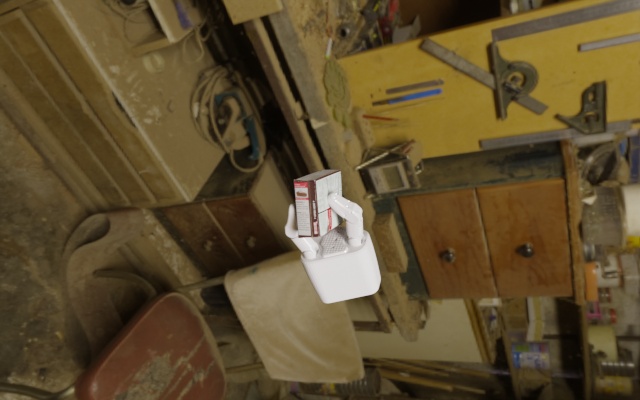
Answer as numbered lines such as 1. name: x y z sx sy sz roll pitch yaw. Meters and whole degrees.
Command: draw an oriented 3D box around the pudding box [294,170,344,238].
1. pudding box: 0.000 0.002 0.744 0.039 0.090 0.113 -1 10 21
